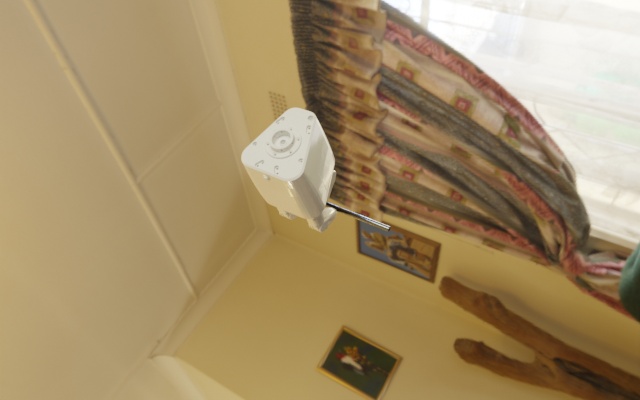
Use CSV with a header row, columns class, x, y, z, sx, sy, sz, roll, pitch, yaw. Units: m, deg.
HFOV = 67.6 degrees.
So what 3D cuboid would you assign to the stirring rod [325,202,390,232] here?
class,x,y,z,sx,sy,sz,roll,pitch,yaw
stirring rod,0.000,0.002,0.761,0.239,0.011,0.011,21,9,23
